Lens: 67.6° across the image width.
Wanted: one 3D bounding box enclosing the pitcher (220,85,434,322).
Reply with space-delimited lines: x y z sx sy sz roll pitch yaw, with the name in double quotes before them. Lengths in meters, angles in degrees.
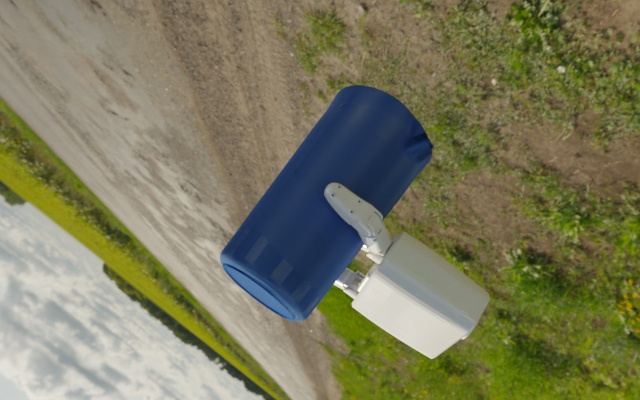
"pitcher" 0.000 0.002 0.523 0.145 0.242 0.149 34 -22 9
